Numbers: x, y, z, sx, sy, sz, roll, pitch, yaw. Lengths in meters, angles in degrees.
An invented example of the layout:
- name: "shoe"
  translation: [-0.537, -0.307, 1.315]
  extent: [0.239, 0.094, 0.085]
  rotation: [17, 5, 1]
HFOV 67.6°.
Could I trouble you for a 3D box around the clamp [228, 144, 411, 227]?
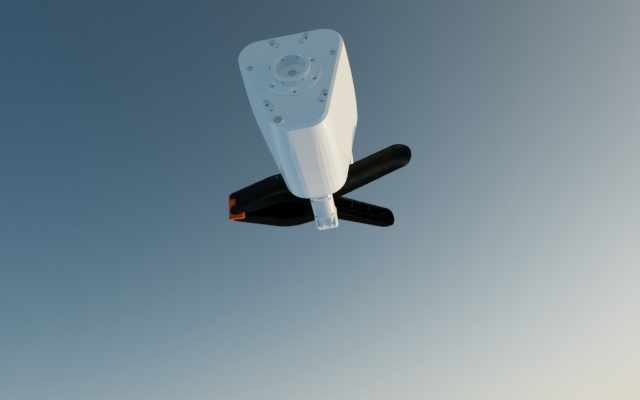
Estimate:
- name: "clamp"
  translation: [0.000, 0.003, 0.561]
  extent: [0.210, 0.036, 0.165]
  rotation: [-10, -30, 4]
